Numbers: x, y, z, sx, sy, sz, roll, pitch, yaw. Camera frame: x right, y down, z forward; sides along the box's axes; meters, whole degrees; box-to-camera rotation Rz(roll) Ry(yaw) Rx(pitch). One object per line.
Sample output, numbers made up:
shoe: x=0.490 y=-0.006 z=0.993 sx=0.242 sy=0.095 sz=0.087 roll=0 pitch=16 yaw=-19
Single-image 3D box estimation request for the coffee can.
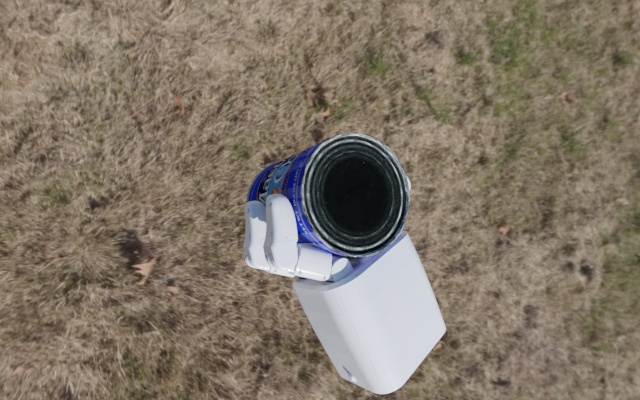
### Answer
coffee can: x=0.000 y=0.001 z=0.448 sx=0.103 sy=0.103 sz=0.140 roll=0 pitch=-6 yaw=-26
